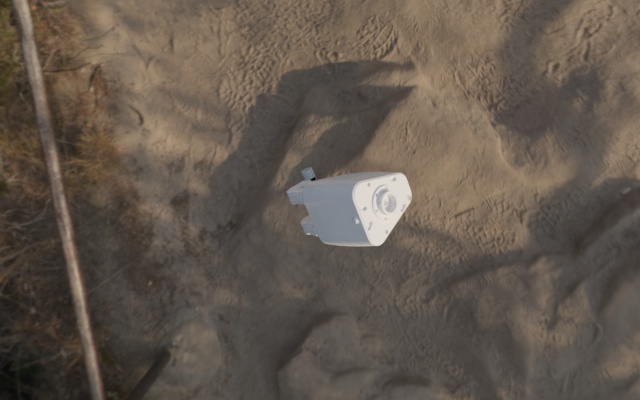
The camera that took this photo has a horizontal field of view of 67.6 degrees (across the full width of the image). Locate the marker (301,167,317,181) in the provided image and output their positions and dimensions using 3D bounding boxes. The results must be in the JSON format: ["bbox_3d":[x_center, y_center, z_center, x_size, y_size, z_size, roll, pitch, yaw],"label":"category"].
[{"bbox_3d":[0.000,0.003,0.795,0.020,0.121,0.020,-21,17,7],"label":"marker"}]
